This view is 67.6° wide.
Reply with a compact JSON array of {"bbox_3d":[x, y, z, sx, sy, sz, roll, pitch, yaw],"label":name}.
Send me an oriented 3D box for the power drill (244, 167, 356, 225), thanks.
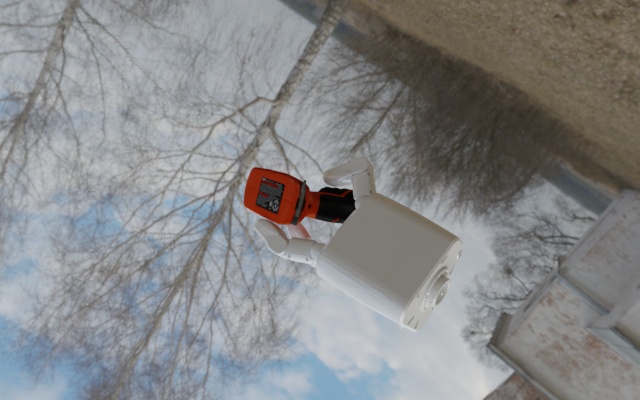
[{"bbox_3d":[0.000,0.002,0.617,0.188,0.057,0.184,9,4,-38],"label":"power drill"}]
